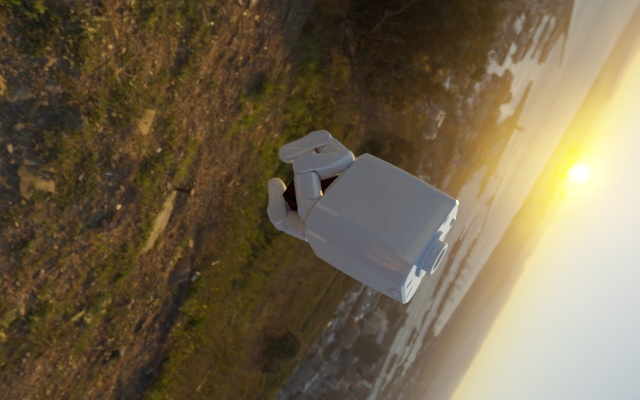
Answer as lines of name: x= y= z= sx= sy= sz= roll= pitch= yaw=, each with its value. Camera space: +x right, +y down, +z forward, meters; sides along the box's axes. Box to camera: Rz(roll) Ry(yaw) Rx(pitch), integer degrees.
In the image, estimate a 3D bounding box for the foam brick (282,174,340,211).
foam brick: x=0.000 y=0.002 z=0.531 sx=0.051 sy=0.053 sz=0.078 roll=28 pitch=-17 yaw=22
